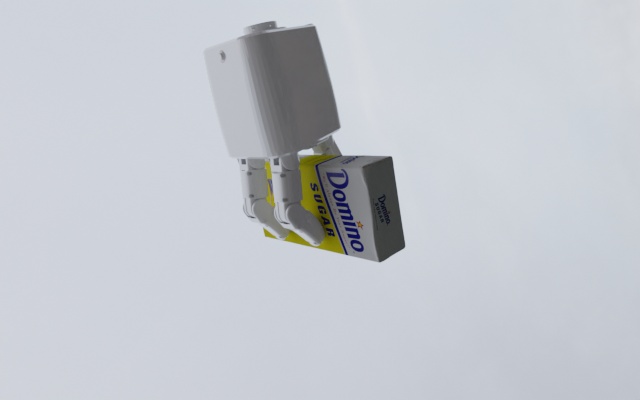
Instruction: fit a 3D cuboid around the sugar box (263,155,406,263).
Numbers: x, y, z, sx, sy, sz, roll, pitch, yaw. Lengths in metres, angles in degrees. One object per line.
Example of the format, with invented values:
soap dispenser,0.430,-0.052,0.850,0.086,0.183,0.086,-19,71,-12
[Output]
sugar box,0.000,0.002,0.490,0.048,0.093,0.176,-23,19,-36
